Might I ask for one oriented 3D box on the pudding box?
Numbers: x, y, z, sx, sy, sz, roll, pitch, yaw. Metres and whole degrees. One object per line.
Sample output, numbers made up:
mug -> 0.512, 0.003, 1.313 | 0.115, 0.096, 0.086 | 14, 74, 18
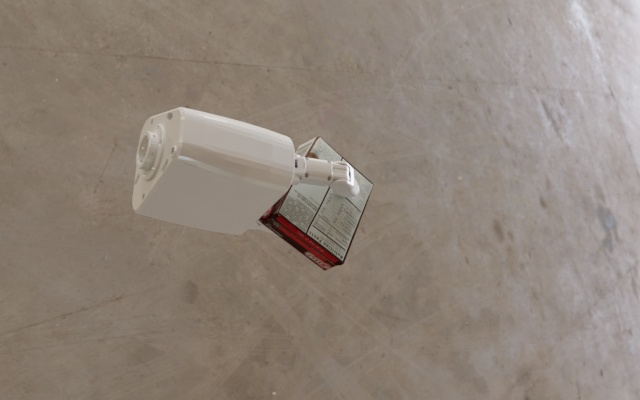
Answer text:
pudding box -> 0.000, 0.002, 0.497 | 0.090, 0.113, 0.039 | 40, -36, -20
